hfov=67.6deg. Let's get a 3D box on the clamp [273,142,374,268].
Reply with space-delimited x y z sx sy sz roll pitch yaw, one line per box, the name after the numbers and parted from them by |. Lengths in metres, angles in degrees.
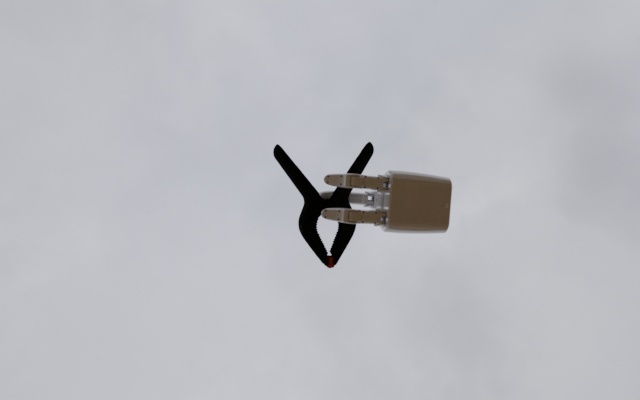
0.000 0.003 0.775 0.164 0.210 0.036 4 0 -9 | clamp
